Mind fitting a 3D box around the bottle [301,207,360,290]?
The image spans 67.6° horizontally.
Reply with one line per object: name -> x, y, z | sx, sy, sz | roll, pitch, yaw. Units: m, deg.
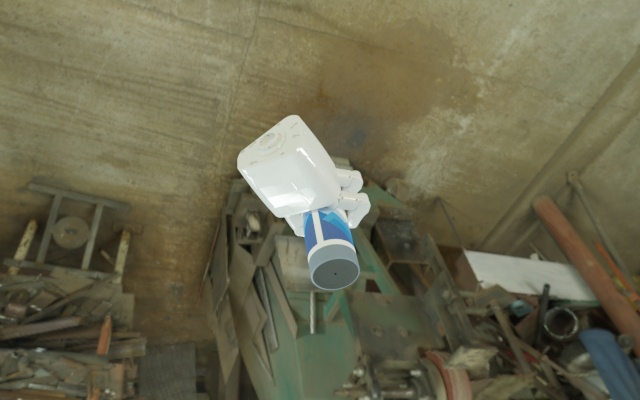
bottle -> 0.000, 0.003, 0.744 | 0.069, 0.069, 0.295 | 0, 41, -10
